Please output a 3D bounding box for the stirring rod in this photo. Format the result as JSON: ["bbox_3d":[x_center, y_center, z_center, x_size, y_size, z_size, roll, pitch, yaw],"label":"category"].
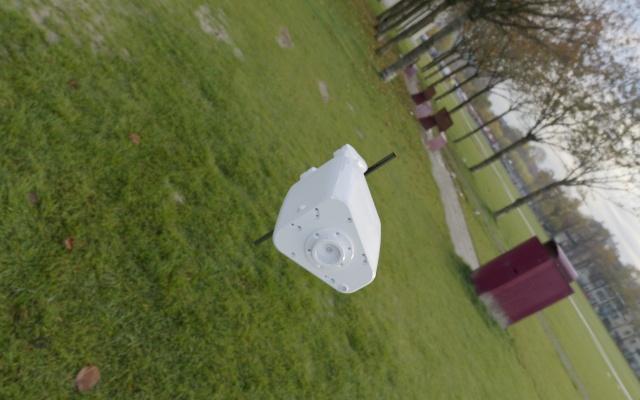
[{"bbox_3d":[0.000,0.002,0.654,0.239,0.011,0.011,-33,-13,20],"label":"stirring rod"}]
